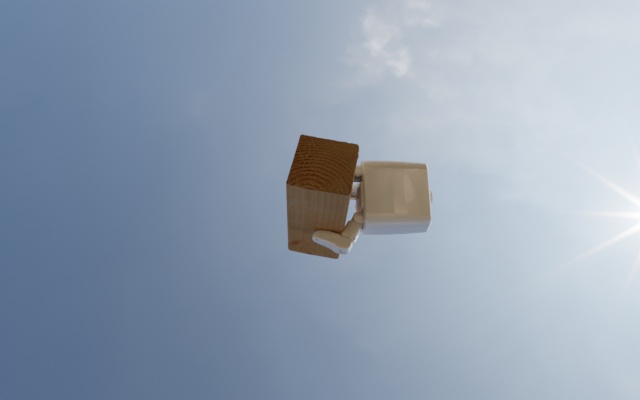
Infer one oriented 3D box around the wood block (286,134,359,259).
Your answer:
[{"bbox_3d":[0.000,0.003,0.745,0.090,0.090,0.206,11,-31,4],"label":"wood block"}]
